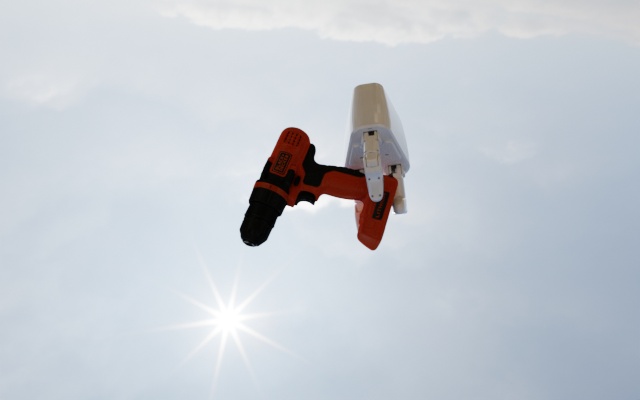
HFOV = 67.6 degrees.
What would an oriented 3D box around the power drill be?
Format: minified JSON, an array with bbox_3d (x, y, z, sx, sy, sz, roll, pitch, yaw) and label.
[{"bbox_3d":[0.001,0.002,0.654,0.187,0.184,0.057,20,-21,1],"label":"power drill"}]
